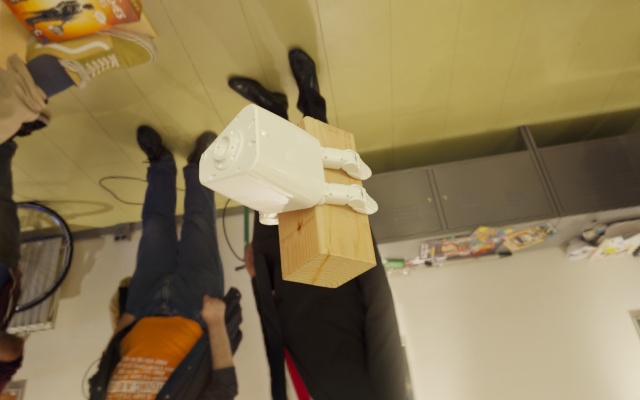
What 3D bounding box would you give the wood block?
[{"bbox_3d":[0.000,0.002,0.652,0.090,0.206,0.091,16,-37,-34],"label":"wood block"}]
